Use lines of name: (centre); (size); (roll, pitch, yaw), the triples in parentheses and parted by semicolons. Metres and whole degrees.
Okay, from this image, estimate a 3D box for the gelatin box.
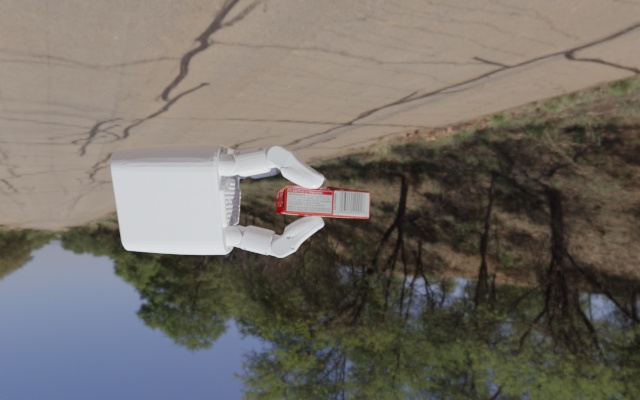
gelatin box: (0.000, 0.002, 0.500); (0.089, 0.030, 0.073); (4, -2, -10)
